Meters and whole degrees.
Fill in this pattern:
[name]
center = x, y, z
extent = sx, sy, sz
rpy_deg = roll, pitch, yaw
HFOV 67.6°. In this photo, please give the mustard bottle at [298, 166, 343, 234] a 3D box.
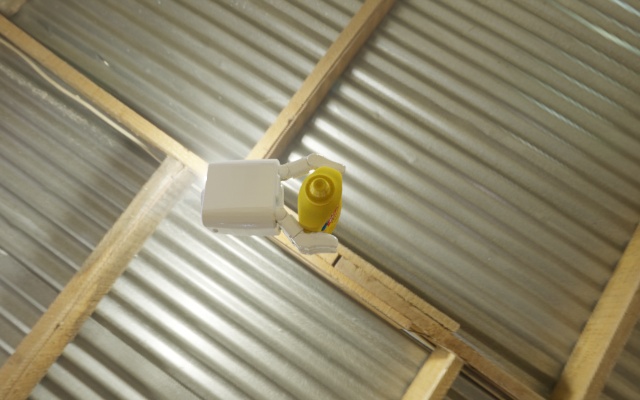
[mustard bottle]
center = 0.000, 0.002, 0.698
extent = 0.058, 0.096, 0.192
rpy_deg = 23, -12, 7
